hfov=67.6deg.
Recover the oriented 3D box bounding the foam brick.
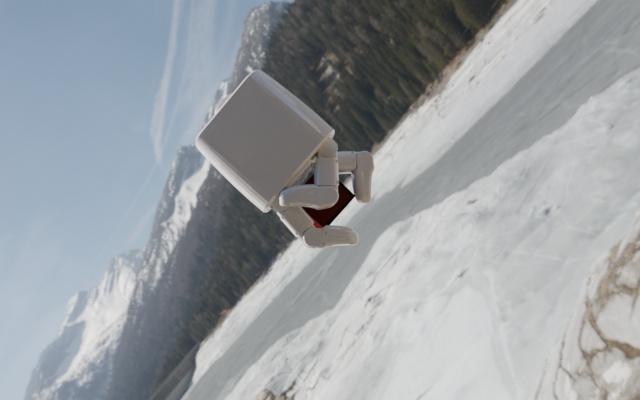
[{"bbox_3d":[0.000,0.002,0.558,0.051,0.053,0.078,42,-11,2],"label":"foam brick"}]
